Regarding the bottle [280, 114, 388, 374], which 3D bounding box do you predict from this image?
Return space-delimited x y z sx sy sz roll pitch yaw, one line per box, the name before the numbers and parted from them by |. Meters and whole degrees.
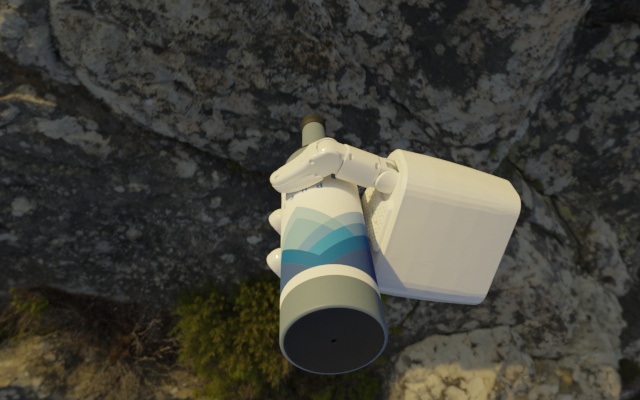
bottle | 0.000 0.001 0.409 0.069 0.069 0.295 0 35 -4
